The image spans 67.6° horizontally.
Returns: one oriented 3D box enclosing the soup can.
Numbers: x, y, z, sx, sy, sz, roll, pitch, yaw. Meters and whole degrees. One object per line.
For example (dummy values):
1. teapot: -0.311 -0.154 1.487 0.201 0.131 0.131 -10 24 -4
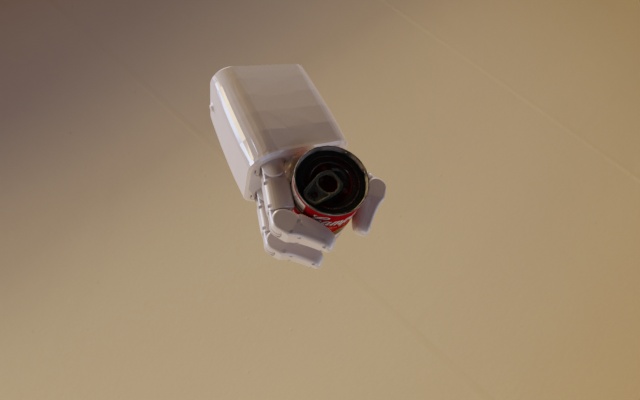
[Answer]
1. soup can: 0.000 0.002 0.461 0.068 0.068 0.102 0 -23 -13
